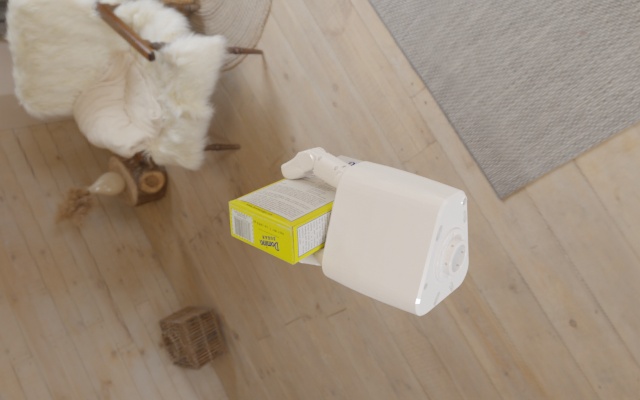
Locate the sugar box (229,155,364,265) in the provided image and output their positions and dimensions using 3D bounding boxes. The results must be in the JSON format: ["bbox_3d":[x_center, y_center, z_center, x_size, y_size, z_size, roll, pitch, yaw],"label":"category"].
[{"bbox_3d":[0.000,0.002,0.508,0.093,0.048,0.176,20,30,38],"label":"sugar box"}]
